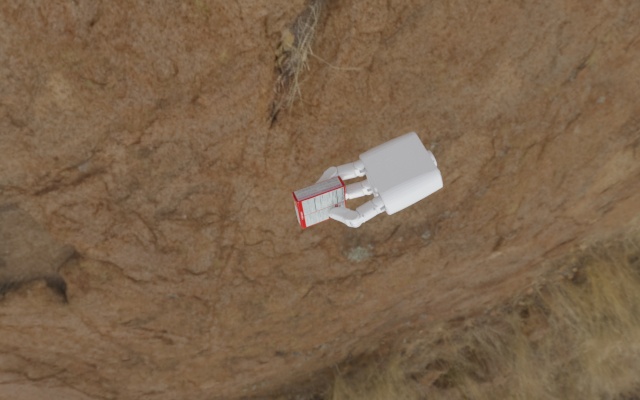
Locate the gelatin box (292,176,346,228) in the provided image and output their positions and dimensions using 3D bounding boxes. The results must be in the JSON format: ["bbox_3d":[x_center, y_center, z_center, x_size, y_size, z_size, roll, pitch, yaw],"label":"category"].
[{"bbox_3d":[0.000,0.003,0.829,0.089,0.030,0.073,-20,-39,-10],"label":"gelatin box"}]
